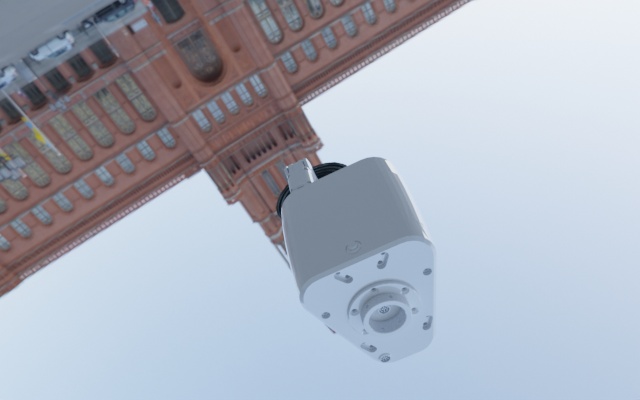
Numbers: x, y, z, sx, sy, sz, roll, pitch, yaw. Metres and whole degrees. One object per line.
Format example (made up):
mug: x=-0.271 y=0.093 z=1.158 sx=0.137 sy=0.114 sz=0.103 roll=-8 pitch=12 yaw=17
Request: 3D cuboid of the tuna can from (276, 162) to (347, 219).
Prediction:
tuna can: x=0.000 y=0.002 z=0.485 sx=0.086 sy=0.034 sz=0.086 roll=-21 pitch=36 yaw=16
